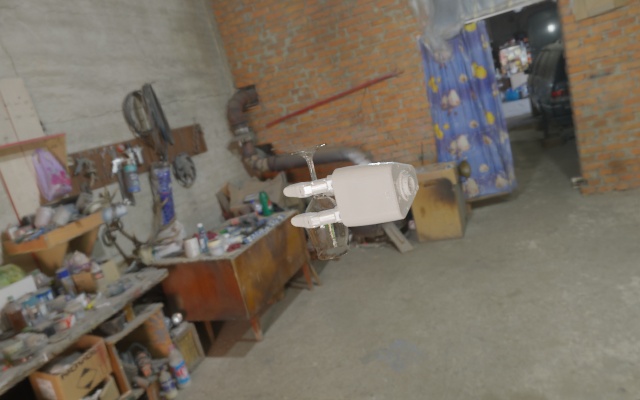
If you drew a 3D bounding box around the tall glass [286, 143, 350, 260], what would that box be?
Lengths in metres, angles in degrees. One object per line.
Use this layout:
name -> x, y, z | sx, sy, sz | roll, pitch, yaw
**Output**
tall glass -> 0.000, 0.002, 0.861 | 0.079, 0.201, 0.079 | -14, 11, 3
